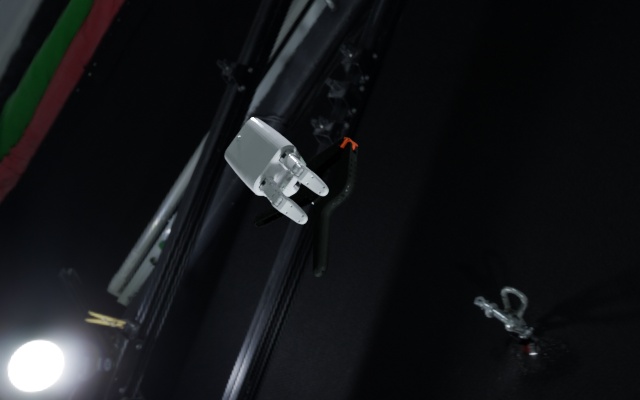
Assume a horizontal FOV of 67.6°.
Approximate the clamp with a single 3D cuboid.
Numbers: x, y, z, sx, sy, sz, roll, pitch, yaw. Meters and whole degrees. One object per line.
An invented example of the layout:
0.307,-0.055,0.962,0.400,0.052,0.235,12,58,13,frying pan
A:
0.001,0.002,0.744,0.164,0.210,0.036,43,10,32,clamp
